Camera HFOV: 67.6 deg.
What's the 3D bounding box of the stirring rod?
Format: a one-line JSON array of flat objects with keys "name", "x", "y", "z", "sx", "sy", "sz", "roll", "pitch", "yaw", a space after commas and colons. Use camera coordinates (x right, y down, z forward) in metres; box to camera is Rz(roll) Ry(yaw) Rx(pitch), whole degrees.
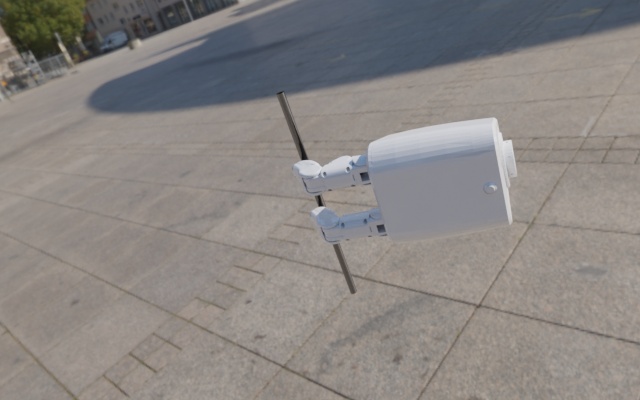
[{"name": "stirring rod", "x": 0.000, "y": 0.002, "z": 0.499, "sx": 0.011, "sy": 0.240, "sz": 0.011, "roll": -17, "pitch": 24, "yaw": 8}]
